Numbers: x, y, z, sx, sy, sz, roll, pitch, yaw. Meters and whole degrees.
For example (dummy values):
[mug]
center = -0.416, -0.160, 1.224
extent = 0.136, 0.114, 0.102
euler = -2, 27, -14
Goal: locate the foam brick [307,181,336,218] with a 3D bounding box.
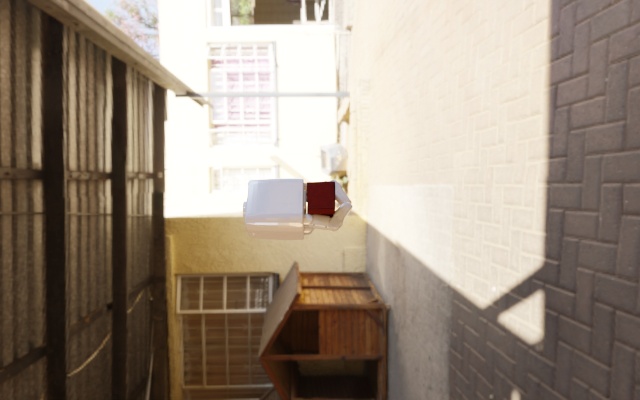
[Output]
[foam brick]
center = 0.000, 0.003, 0.874
extent = 0.051, 0.053, 0.078
euler = 0, -20, -1
